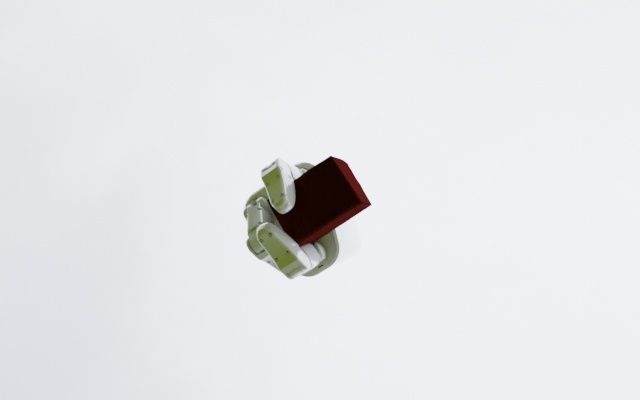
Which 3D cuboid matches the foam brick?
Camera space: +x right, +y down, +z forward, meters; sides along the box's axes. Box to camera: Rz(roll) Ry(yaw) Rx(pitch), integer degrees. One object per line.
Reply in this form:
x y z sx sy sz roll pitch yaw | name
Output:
0.000 0.001 0.453 0.078 0.053 0.051 -33 -12 16 | foam brick
